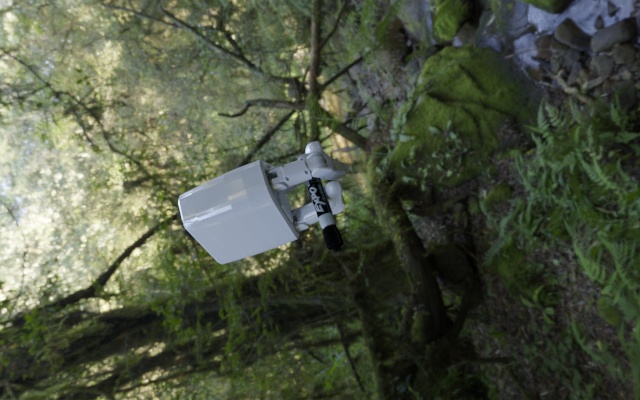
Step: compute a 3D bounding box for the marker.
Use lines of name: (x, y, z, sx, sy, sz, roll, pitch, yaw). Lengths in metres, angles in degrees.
marker: (0.000, 0.002, 0.534, 0.020, 0.121, 0.020, -16, -24, -7)
